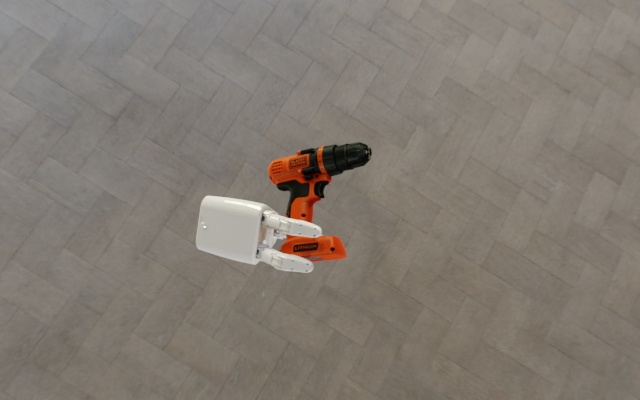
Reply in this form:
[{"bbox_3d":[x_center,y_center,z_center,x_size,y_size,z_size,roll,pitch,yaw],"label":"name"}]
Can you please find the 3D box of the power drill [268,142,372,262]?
[{"bbox_3d":[0.000,0.003,0.776,0.184,0.187,0.057,-11,-21,26],"label":"power drill"}]
